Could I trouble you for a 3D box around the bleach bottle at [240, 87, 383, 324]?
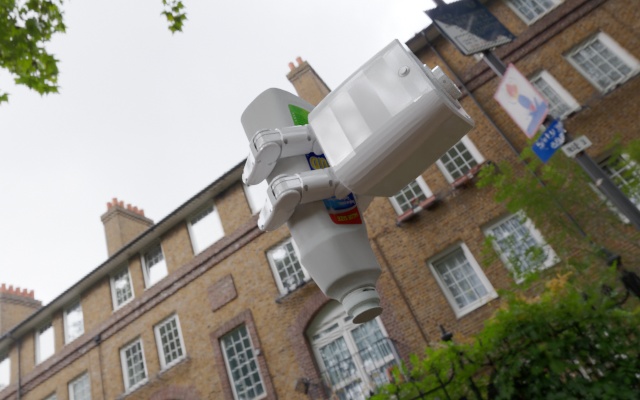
[{"bbox_3d":[0.000,0.001,0.466,0.068,0.250,0.102,-40,-36,23],"label":"bleach bottle"}]
